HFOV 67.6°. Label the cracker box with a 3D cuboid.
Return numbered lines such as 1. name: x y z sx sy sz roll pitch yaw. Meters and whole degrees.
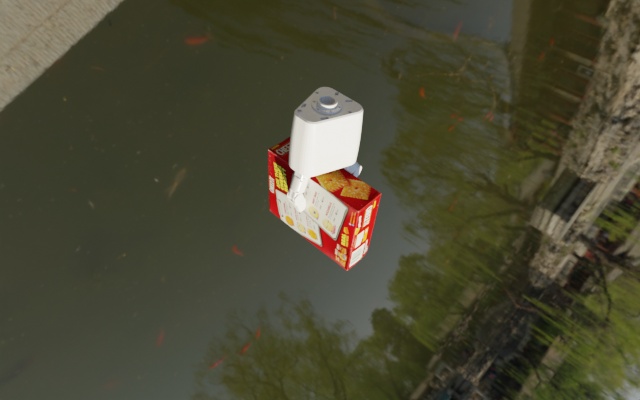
1. cracker box: 0.000 0.003 0.880 0.213 0.164 0.072 36 53 26
